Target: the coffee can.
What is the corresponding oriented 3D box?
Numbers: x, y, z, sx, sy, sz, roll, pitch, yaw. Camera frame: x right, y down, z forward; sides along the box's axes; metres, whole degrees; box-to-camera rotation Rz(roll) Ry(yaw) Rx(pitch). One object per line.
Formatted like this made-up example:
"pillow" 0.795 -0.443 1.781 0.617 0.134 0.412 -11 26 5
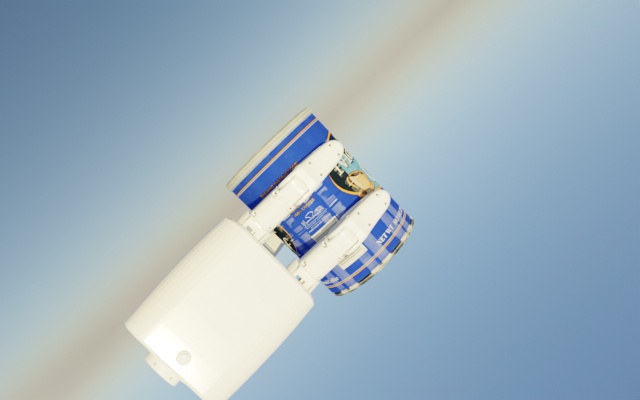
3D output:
"coffee can" 0.000 0.001 0.437 0.103 0.140 0.103 -44 6 6
